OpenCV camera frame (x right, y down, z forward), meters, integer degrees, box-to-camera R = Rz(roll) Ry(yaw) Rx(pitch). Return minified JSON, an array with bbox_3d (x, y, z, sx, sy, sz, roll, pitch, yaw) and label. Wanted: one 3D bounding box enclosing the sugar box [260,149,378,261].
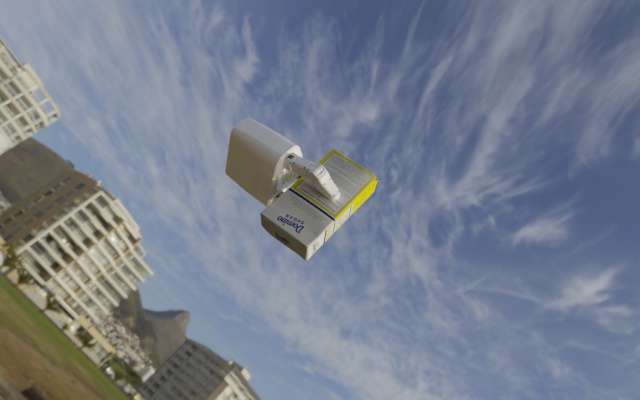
[{"bbox_3d":[0.000,0.003,0.738,0.093,0.176,0.048,35,-30,20],"label":"sugar box"}]
